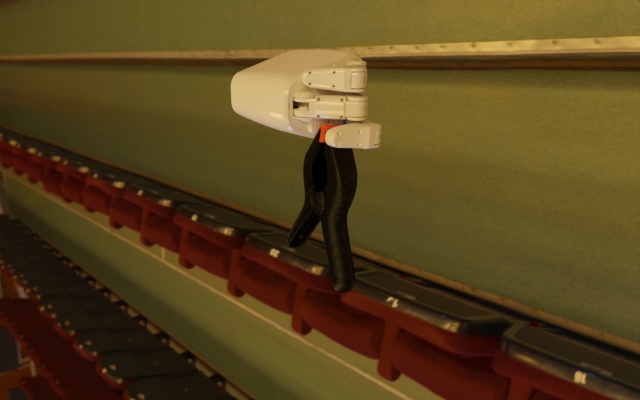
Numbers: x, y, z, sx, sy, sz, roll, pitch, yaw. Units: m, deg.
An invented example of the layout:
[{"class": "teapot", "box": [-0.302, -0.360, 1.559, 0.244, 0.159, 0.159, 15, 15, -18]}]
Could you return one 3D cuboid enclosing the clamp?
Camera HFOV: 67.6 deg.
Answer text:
[{"class": "clamp", "box": [0.000, 0.002, 0.516, 0.039, 0.171, 0.120, -7, 17, -38]}]
